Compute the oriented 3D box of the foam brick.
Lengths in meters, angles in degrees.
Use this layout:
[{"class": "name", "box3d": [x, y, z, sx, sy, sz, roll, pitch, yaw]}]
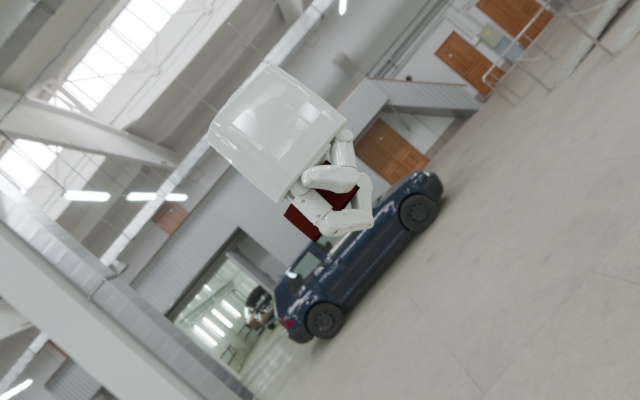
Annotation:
[{"class": "foam brick", "box3d": [0.000, 0.002, 0.556, 0.051, 0.053, 0.078, 38, -34, 1]}]
